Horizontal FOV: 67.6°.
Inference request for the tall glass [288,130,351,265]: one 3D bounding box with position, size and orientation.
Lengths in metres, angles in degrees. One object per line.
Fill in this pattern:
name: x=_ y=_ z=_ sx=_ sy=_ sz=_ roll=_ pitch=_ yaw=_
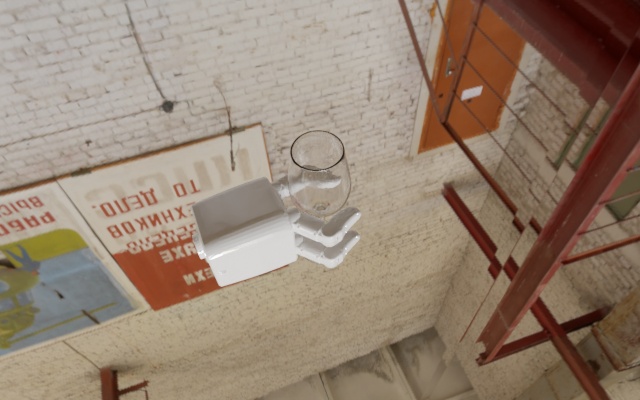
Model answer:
tall glass: x=0.000 y=0.002 z=0.615 sx=0.079 sy=0.079 sz=0.201 roll=0 pitch=-36 yaw=2
